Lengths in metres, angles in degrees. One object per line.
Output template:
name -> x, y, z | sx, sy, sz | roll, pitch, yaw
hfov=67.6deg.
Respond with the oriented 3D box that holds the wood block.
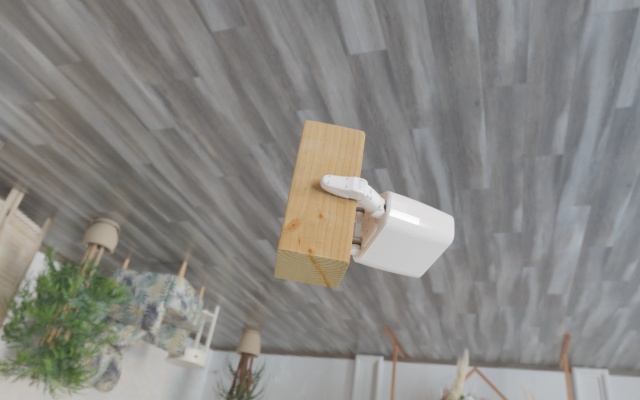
wood block -> 0.001, 0.002, 0.657 | 0.090, 0.206, 0.091 | 11, -32, -3
